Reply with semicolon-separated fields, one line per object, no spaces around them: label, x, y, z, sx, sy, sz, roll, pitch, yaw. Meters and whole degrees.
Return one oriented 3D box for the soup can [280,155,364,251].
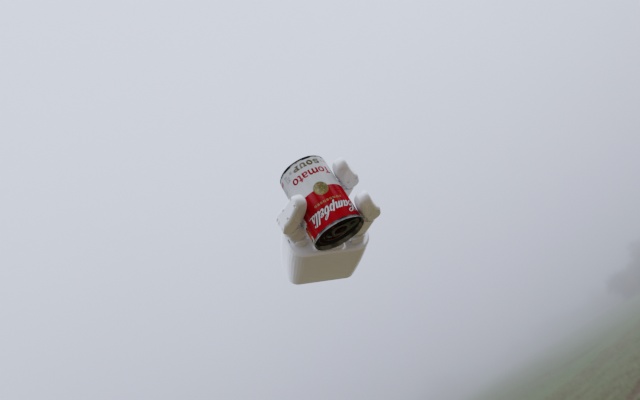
soup can;0.000;0.001;0.598;0.068;0.102;0.068;-24;-27;-14
